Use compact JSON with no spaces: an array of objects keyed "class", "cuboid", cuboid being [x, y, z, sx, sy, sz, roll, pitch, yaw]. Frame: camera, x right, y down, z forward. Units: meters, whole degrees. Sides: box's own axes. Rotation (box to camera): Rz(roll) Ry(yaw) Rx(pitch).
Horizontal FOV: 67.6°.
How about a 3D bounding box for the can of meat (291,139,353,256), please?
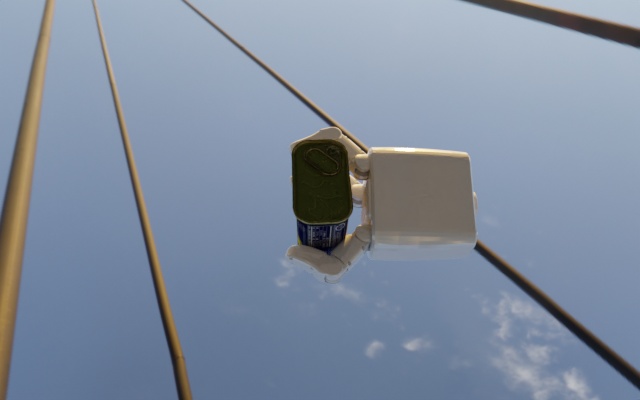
[{"class":"can of meat","cuboid":[0.000,0.002,0.499,0.057,0.102,0.084,-2,-34,-3]}]
